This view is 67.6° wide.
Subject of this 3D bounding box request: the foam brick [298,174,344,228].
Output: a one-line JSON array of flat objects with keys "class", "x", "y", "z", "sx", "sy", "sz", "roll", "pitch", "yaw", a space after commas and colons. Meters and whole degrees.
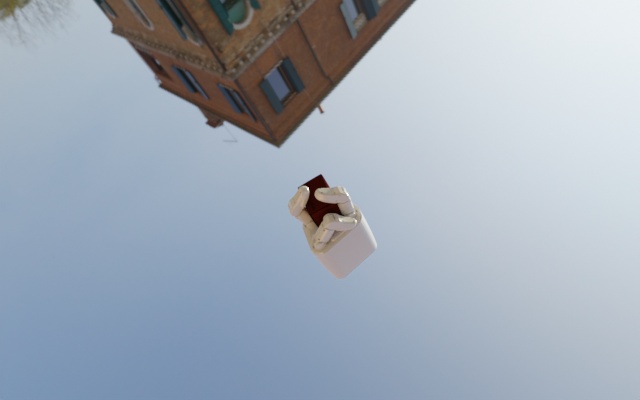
[{"class": "foam brick", "x": 0.000, "y": 0.003, "z": 0.865, "sx": 0.053, "sy": 0.078, "sz": 0.051, "roll": -29, "pitch": -44, "yaw": 5}]
